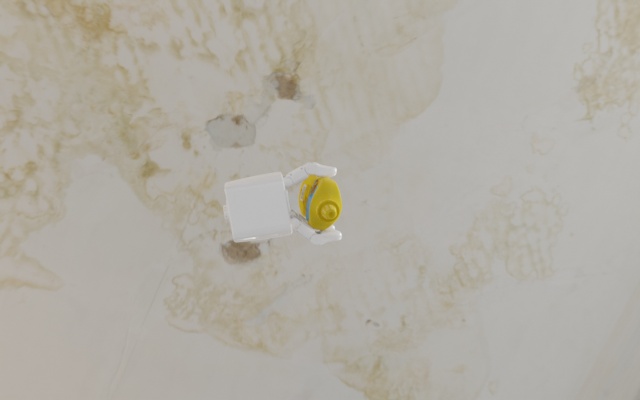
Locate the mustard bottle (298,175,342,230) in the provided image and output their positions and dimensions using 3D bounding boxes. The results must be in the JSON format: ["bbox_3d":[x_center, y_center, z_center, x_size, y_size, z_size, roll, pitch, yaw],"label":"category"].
[{"bbox_3d":[0.000,0.003,0.894,0.058,0.096,0.191,14,9,-13],"label":"mustard bottle"}]
